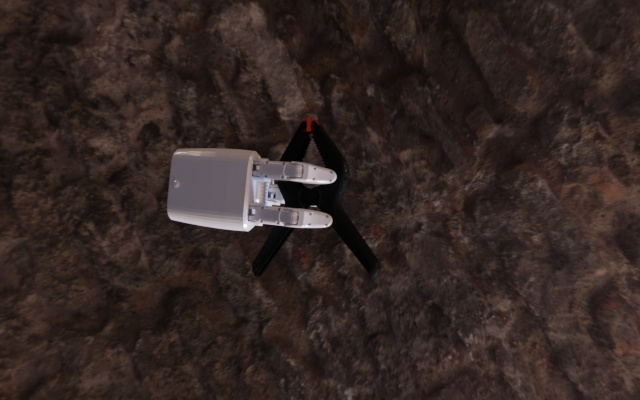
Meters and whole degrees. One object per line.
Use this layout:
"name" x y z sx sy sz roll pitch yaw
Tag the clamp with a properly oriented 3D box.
"clamp" 0.000 0.001 0.608 0.164 0.210 0.036 5 -1 11
